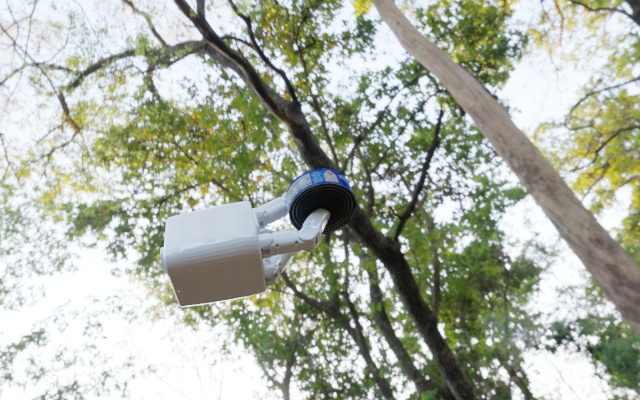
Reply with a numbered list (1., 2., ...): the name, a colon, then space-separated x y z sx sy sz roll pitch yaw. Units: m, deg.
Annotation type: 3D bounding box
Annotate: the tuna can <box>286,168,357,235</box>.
1. tuna can: 0.000 0.002 0.600 0.086 0.086 0.033 0 41 -15
